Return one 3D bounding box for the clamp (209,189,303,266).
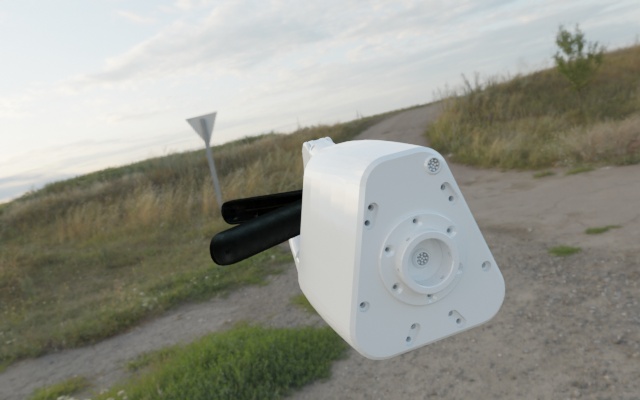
[{"bbox_3d":[0.000,0.001,0.437,0.210,0.036,0.164,-16,12,-13],"label":"clamp"}]
